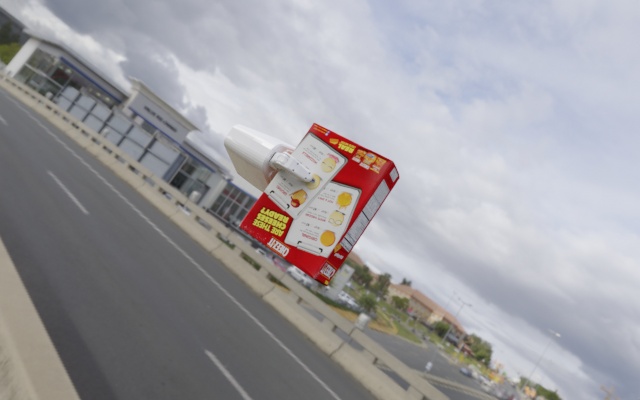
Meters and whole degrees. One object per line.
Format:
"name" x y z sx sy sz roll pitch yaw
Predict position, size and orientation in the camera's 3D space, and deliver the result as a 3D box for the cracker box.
"cracker box" 0.000 0.002 0.764 0.164 0.213 0.072 30 -8 29
